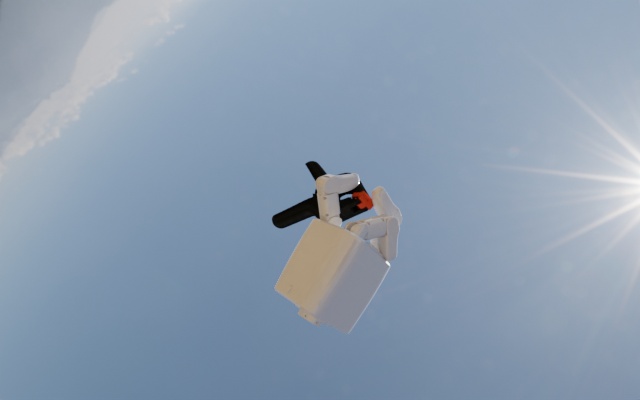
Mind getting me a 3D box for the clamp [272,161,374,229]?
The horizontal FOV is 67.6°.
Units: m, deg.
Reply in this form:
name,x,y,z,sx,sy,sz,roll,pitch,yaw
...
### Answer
name,x,y,z,sx,sy,sz,roll,pitch,yaw
clamp,0.001,0.002,0.679,0.039,0.120,0.171,36,-10,-33
